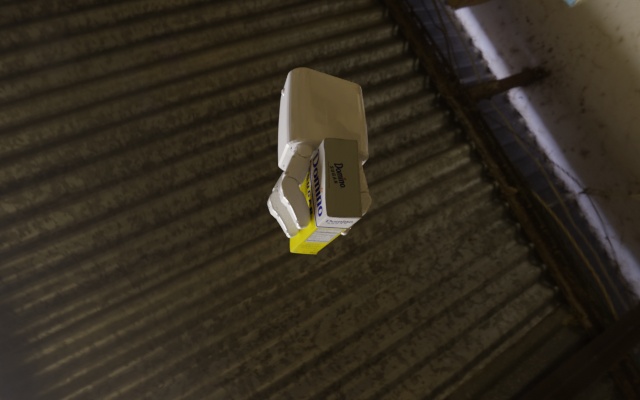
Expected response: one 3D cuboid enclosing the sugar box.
[{"bbox_3d":[0.000,0.002,0.584,0.048,0.093,0.176,3,-20,-13],"label":"sugar box"}]
